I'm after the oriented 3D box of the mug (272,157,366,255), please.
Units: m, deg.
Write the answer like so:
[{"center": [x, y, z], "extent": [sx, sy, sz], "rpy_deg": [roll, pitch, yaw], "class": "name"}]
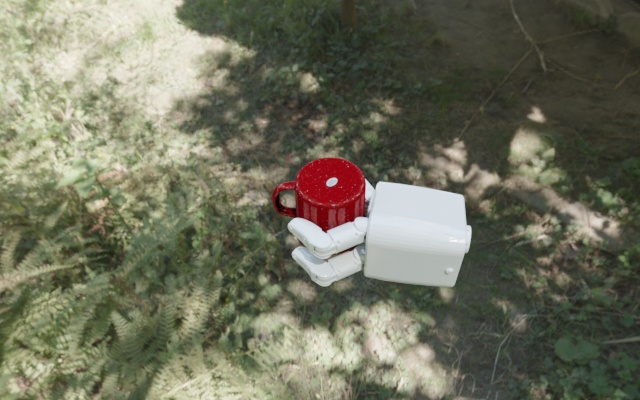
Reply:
[{"center": [-0.001, 0.001, 0.569], "extent": [0.117, 0.093, 0.082], "rpy_deg": [8, -42, 9], "class": "mug"}]
